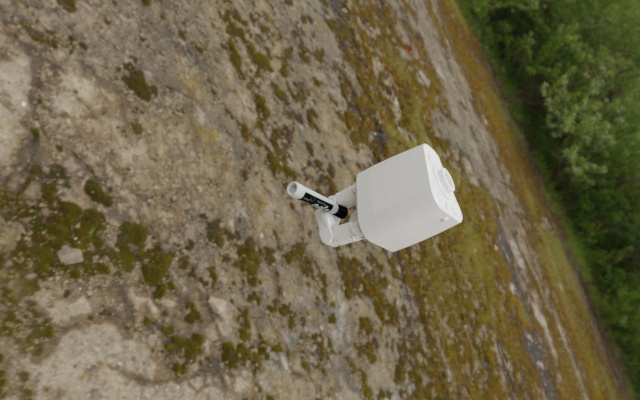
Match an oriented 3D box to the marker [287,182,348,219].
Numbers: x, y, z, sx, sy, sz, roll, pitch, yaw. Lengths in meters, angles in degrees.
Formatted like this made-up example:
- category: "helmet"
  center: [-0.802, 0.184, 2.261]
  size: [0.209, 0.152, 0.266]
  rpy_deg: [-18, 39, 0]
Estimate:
- category: "marker"
  center: [0.000, 0.002, 0.640]
  size: [0.020, 0.020, 0.121]
  rpy_deg: [0, -17, 38]
